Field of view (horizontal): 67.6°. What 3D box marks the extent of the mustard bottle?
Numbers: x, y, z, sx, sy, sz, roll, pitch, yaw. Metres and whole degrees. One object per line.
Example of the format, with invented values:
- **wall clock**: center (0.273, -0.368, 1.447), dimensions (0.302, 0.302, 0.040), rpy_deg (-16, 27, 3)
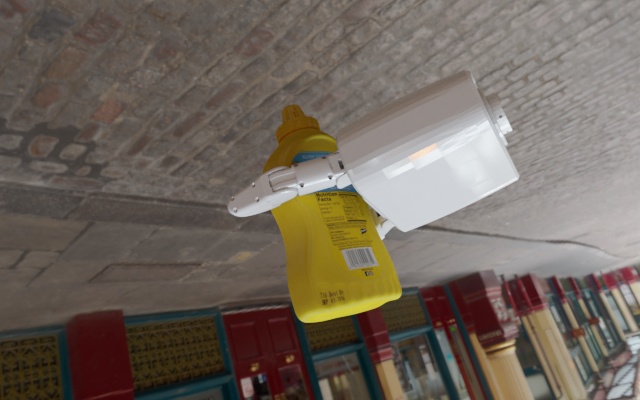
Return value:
- **mustard bottle**: center (0.000, 0.002, 0.410), dimensions (0.096, 0.191, 0.058), rpy_deg (-1, -25, -39)
